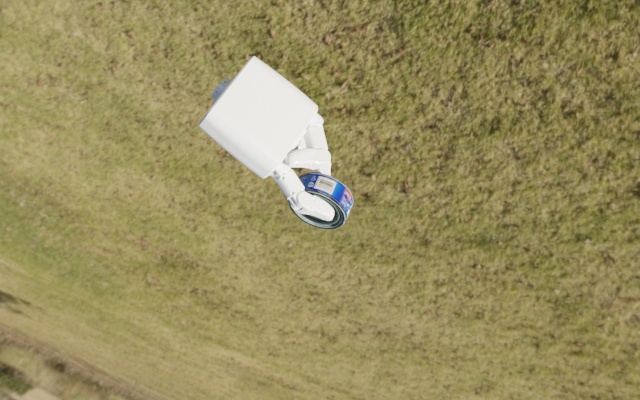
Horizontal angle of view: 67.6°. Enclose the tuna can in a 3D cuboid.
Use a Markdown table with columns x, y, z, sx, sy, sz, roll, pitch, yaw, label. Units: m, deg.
| x | y | z | sx | sy | sz | roll | pitch | yaw | label |
| --- | --- | --- | --- | --- | --- | --- | --- | --- | --- |
| 0.000 | 0.003 | 0.656 | 0.086 | 0.033 | 0.086 | 16 | -35 | 11 | tuna can |
